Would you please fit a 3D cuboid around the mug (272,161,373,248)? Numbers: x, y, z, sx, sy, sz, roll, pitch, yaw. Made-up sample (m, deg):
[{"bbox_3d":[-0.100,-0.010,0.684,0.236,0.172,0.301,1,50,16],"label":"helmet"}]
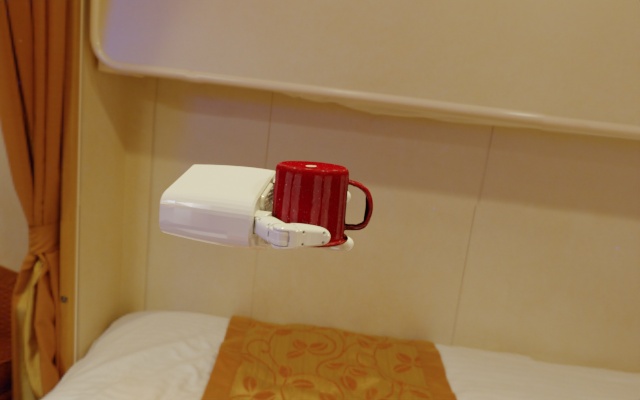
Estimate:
[{"bbox_3d":[0.002,0.002,0.531,0.117,0.081,0.093,6,11,7],"label":"mug"}]
